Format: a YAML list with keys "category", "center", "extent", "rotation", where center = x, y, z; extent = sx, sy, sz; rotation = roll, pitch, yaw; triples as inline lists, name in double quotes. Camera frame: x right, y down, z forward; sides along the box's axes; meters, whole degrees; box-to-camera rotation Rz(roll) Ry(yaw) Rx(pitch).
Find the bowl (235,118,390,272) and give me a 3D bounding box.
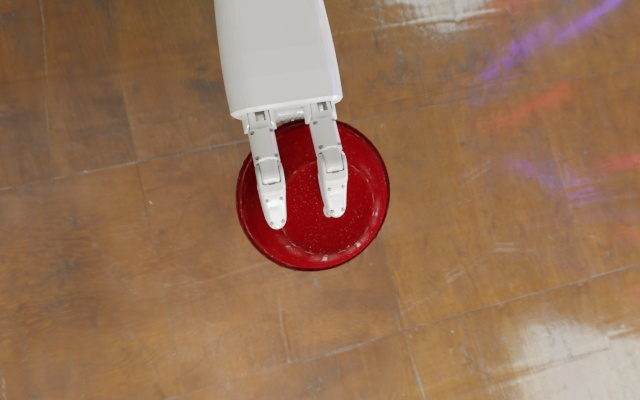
- category: "bowl"
  center: [0.001, 0.003, 0.464]
  extent: [0.162, 0.162, 0.055]
  rotation: [0, 12, -13]
